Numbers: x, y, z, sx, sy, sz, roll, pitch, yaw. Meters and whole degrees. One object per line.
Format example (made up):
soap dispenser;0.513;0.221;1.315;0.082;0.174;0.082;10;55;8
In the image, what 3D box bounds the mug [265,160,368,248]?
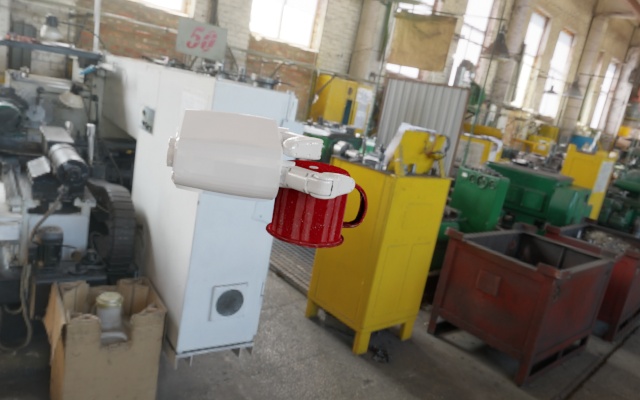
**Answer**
mug;0.002;0.002;0.552;0.117;0.081;0.093;6;13;-16
